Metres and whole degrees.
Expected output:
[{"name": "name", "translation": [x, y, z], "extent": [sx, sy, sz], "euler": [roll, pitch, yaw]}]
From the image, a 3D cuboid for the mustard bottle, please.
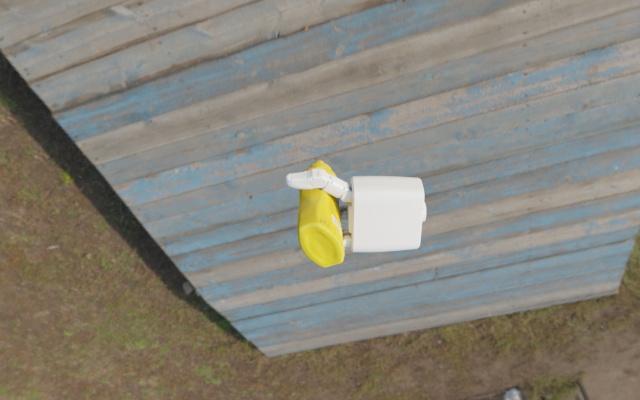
[{"name": "mustard bottle", "translation": [0.000, 0.003, 0.739], "extent": [0.058, 0.191, 0.096], "euler": [-19, -50, 16]}]
